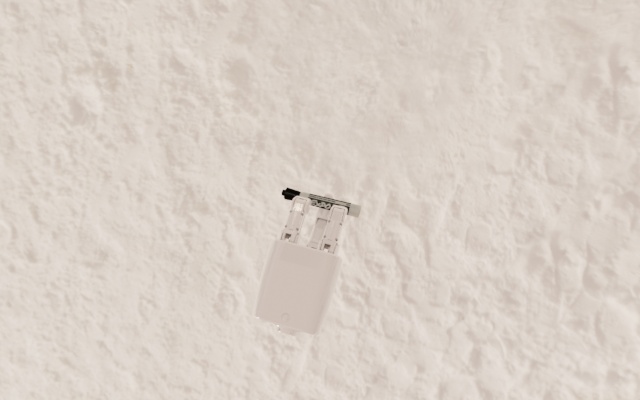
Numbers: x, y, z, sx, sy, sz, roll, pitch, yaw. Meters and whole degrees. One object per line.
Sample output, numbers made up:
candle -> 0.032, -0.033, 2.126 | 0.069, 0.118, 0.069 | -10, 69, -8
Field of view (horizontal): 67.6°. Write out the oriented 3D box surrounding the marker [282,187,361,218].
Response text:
marker -> 0.000, 0.002, 0.713 | 0.121, 0.020, 0.020 | 14, 2, 8
